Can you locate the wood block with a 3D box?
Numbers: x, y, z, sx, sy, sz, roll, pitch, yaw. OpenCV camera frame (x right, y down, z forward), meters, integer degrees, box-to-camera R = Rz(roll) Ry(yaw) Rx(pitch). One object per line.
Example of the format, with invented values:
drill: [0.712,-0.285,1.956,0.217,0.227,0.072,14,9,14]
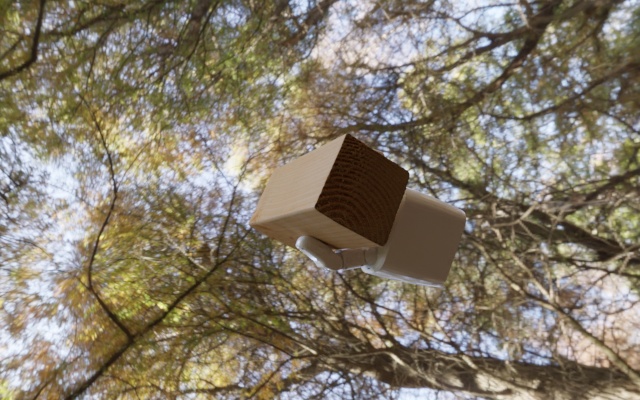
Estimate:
wood block: [0.000,0.002,0.573,0.090,0.090,0.206,29,-19,-20]
